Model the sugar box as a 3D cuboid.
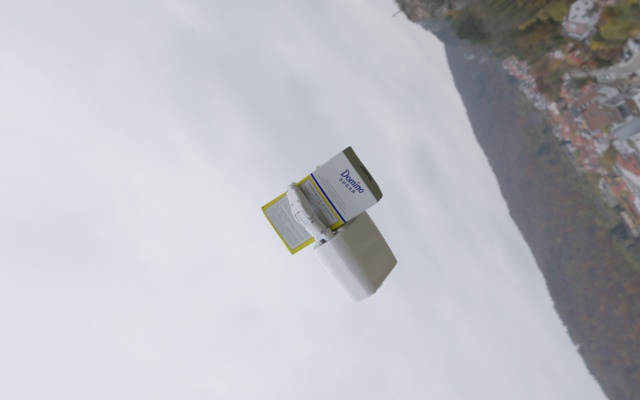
[{"bbox_3d":[0.000,0.002,0.737,0.176,0.093,0.048,-33,4,26],"label":"sugar box"}]
